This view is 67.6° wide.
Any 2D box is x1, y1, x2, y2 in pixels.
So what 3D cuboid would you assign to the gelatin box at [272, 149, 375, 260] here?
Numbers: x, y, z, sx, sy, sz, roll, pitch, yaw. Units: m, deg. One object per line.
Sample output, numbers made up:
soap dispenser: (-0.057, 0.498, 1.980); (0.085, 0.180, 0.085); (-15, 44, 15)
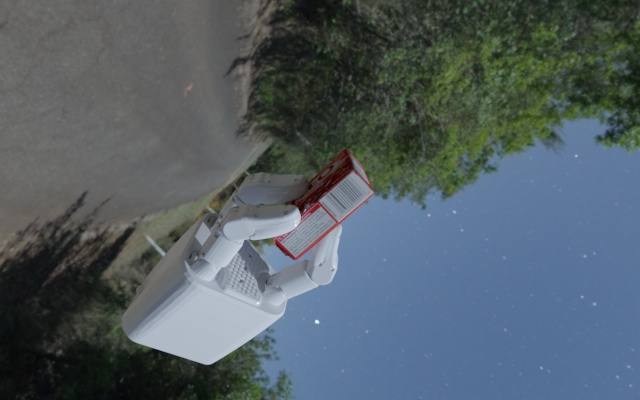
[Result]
gelatin box: (0.001, 0.001, 0.407); (0.089, 0.030, 0.073); (-41, 15, 12)
